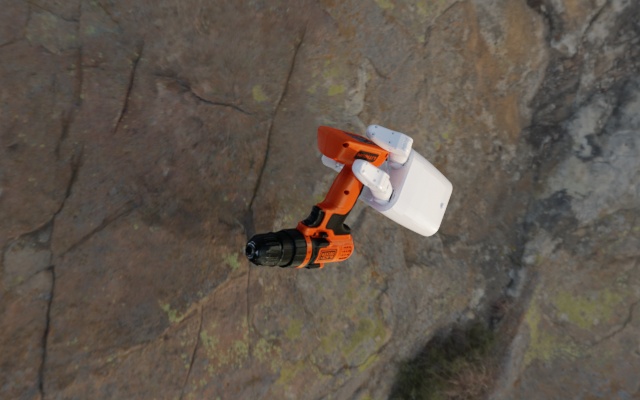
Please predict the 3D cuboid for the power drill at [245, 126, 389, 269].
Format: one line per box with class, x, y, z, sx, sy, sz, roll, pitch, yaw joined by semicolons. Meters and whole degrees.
power drill;0.000;0.002;0.613;0.057;0.188;0.184;36;21;34
